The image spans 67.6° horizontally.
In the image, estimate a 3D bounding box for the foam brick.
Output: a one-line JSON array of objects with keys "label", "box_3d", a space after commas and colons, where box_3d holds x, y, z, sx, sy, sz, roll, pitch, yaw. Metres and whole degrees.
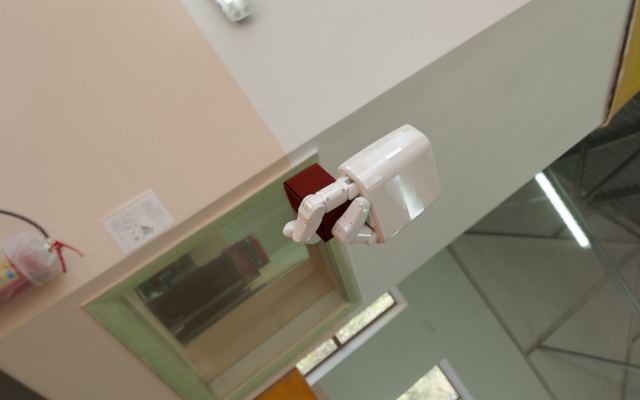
[{"label": "foam brick", "box_3d": [0.000, 0.002, 0.591, 0.051, 0.053, 0.078, -35, 55, -15]}]
